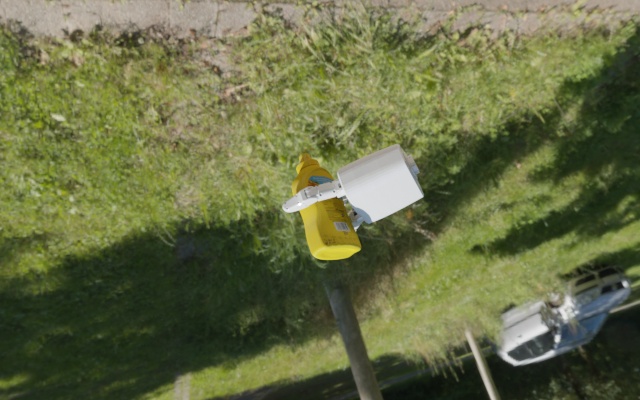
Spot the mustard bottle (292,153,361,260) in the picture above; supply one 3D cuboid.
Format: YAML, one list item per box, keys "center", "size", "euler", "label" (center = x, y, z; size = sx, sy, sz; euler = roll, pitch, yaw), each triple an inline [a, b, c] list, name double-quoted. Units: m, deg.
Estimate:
- center: [0.000, 0.003, 0.804]
  size: [0.096, 0.191, 0.058]
  euler: [7, -34, -45]
  label: "mustard bottle"
